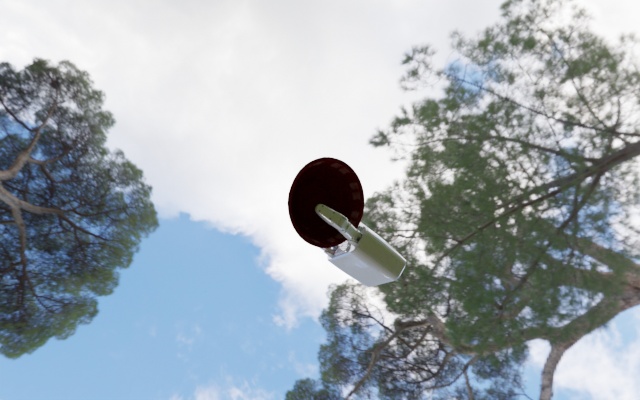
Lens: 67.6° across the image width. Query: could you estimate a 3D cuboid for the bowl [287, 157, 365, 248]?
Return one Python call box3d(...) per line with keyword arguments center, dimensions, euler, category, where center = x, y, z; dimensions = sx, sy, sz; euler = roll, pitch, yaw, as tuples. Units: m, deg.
box3d(center=(-0.001, 0.002, 0.865), dimensions=(0.162, 0.162, 0.055), euler=(0, 3, -32), category="bowl")
